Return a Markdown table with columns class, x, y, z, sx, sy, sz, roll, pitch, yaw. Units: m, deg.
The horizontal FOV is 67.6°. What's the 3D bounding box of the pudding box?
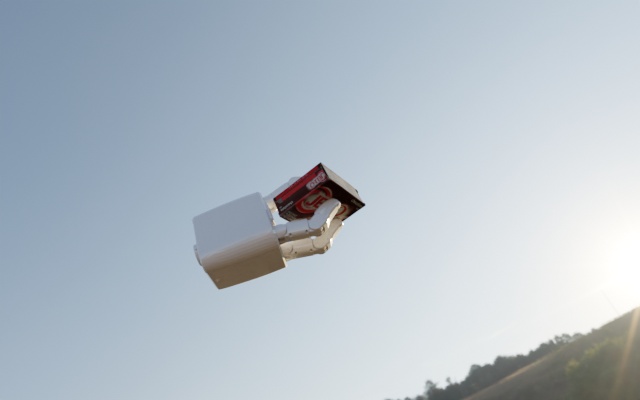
| class | x | y | z | sx | sy | sz | roll | pitch | yaw |
| --- | --- | --- | --- | --- | --- | --- | --- | --- | --- |
| pudding box | 0.000 | 0.002 | 0.694 | 0.090 | 0.039 | 0.113 | -36 | -33 | 17 |
